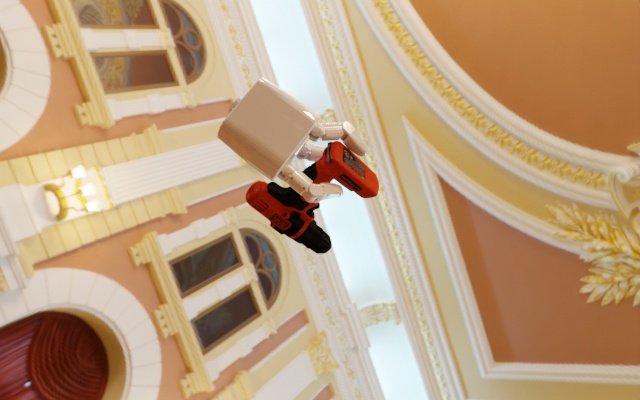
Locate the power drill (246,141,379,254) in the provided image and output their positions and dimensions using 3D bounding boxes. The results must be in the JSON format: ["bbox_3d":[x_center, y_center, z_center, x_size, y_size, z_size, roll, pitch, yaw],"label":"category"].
[{"bbox_3d":[0.000,0.002,0.772,0.188,0.057,0.184,-34,-57,29],"label":"power drill"}]
